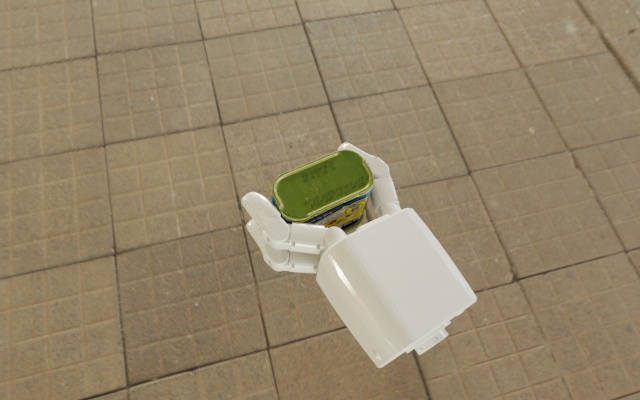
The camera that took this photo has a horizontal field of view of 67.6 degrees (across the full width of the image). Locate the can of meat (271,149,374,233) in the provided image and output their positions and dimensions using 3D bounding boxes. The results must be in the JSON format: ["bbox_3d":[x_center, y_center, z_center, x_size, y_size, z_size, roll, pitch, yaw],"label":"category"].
[{"bbox_3d":[0.000,0.001,0.477,0.102,0.057,0.084,-25,-21,-15],"label":"can of meat"}]
